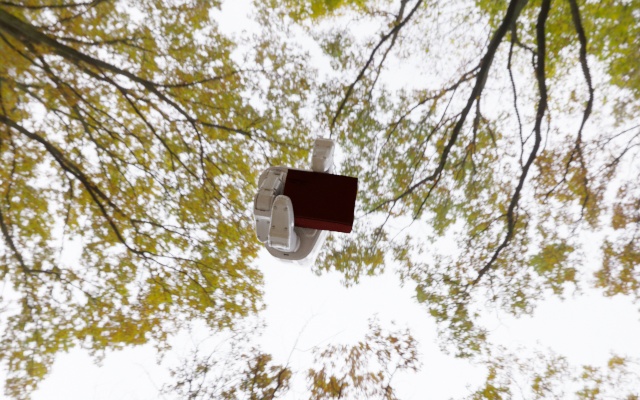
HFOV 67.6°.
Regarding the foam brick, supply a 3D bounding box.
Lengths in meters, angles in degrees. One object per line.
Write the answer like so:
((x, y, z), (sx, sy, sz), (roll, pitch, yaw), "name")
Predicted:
((0.000, 0.002, 0.514), (0.078, 0.053, 0.051), (8, -14, 6), "foam brick")
